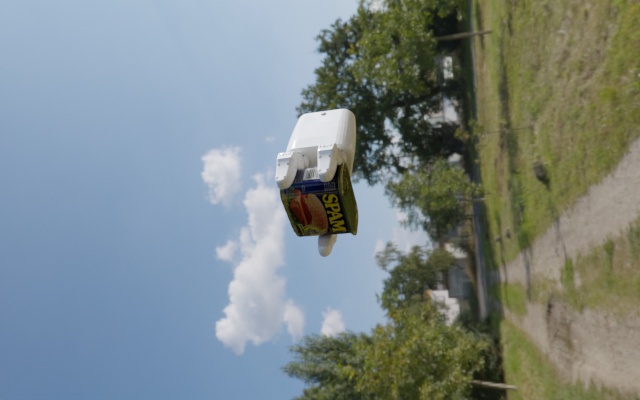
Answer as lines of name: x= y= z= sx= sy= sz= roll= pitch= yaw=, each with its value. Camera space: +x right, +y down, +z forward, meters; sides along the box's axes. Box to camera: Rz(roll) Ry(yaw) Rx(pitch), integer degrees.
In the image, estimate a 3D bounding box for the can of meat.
can of meat: x=0.000 y=0.002 z=0.639 sx=0.084 sy=0.102 sz=0.057 roll=-5 pitch=42 yaw=14
